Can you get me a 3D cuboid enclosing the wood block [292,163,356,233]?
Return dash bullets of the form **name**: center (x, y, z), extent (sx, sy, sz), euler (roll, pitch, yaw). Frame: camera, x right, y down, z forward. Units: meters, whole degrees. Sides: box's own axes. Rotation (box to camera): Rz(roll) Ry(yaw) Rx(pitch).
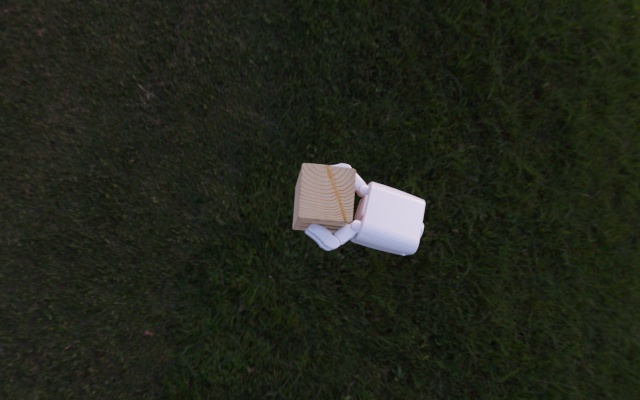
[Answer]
- **wood block**: center (0.001, 0.003, 0.861), extent (0.090, 0.091, 0.206), euler (6, -9, -5)
